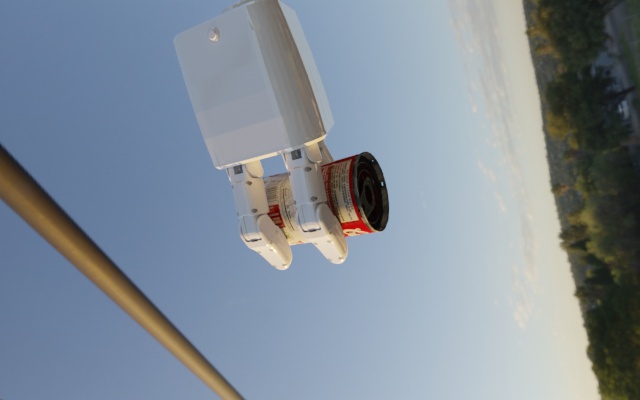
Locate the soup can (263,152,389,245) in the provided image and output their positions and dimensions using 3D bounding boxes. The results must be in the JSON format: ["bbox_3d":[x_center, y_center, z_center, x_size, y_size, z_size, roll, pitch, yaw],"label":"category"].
[{"bbox_3d":[0.000,0.002,0.417,0.102,0.068,0.068,-11,-5,27],"label":"soup can"}]
